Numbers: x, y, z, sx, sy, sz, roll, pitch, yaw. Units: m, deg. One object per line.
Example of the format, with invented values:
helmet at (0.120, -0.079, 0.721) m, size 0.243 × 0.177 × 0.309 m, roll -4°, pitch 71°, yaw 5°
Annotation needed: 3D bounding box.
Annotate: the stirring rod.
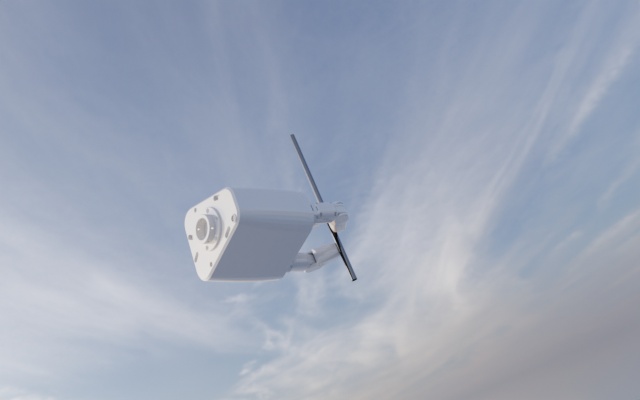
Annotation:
stirring rod at (0.000, 0.002, 0.658) m, size 0.011 × 0.239 × 0.011 m, roll -19°, pitch -27°, yaw -10°
